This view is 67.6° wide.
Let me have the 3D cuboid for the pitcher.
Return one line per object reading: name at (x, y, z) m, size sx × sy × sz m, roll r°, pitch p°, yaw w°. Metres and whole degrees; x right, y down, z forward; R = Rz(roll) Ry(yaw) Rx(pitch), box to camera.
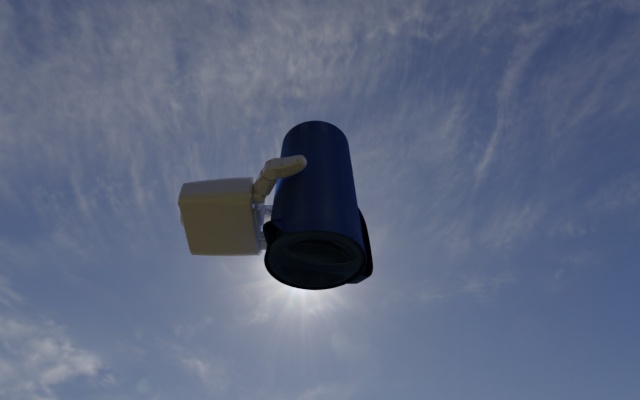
pitcher at (0.000, 0.002, 0.699) m, size 0.145 × 0.242 × 0.149 m, roll -2°, pitch -43°, yaw 3°
